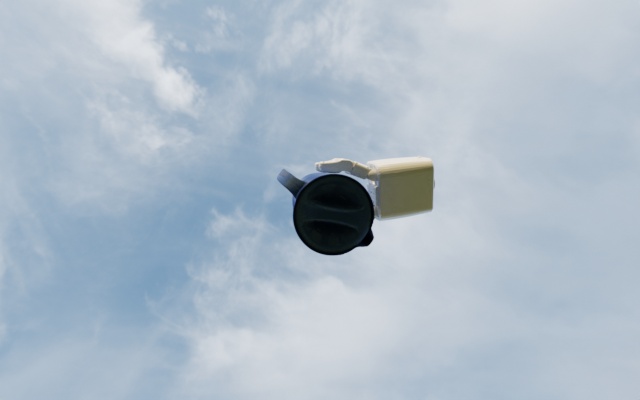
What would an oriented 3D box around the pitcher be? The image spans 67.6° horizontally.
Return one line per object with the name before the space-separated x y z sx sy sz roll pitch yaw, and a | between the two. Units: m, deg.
pitcher | 0.000 0.003 0.874 0.145 0.149 0.243 -10 8 -6
